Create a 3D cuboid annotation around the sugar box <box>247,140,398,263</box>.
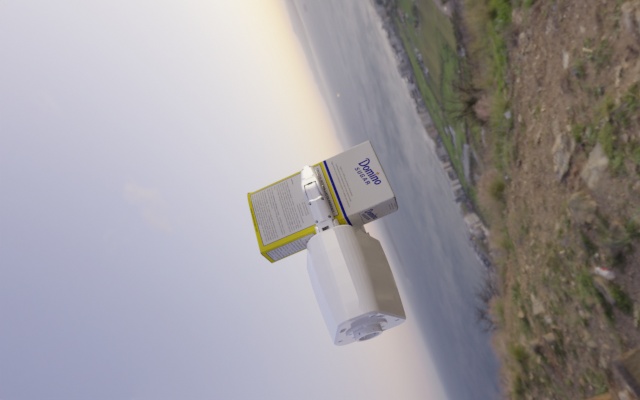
[{"bbox_3d":[0.000,0.002,0.604,0.176,0.093,0.048,-21,-30,4],"label":"sugar box"}]
